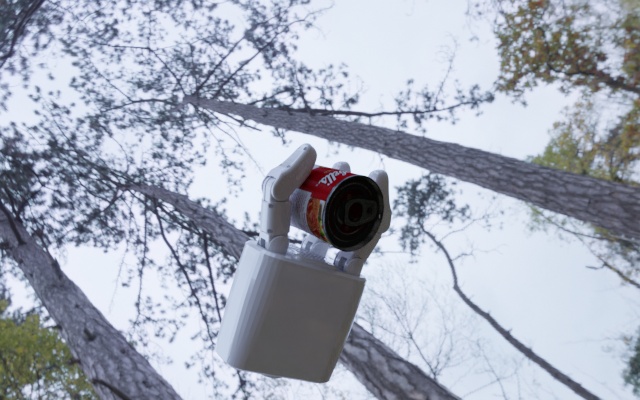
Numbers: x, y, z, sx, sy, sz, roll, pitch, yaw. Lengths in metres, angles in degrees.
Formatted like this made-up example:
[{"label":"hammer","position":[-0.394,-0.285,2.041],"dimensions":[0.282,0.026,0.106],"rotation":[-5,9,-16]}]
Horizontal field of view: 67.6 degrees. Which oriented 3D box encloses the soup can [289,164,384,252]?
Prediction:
[{"label":"soup can","position":[0.000,0.001,0.448],"dimensions":[0.068,0.068,0.102],"rotation":[0,12,-37]}]
